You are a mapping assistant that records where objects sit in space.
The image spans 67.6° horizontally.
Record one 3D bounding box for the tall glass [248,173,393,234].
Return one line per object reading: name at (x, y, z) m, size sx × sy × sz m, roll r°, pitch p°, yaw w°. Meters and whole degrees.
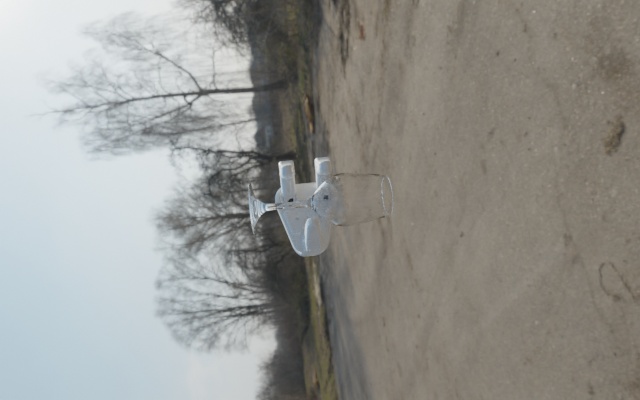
tall glass at (-0.001, 0.002, 0.693) m, size 0.201 × 0.079 × 0.079 m, roll -6°, pitch 0°, yaw -4°
